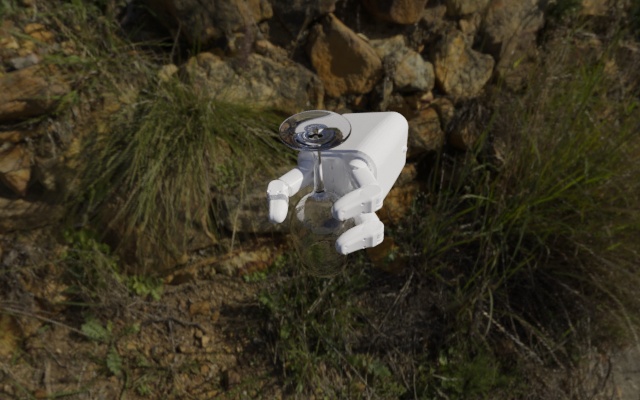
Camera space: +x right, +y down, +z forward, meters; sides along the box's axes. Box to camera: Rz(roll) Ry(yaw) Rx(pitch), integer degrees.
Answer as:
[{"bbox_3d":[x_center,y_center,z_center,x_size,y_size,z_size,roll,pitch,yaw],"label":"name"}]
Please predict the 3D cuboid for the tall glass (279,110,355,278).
[{"bbox_3d":[0.000,0.001,0.550,0.079,0.201,0.079,-2,41,2],"label":"tall glass"}]
